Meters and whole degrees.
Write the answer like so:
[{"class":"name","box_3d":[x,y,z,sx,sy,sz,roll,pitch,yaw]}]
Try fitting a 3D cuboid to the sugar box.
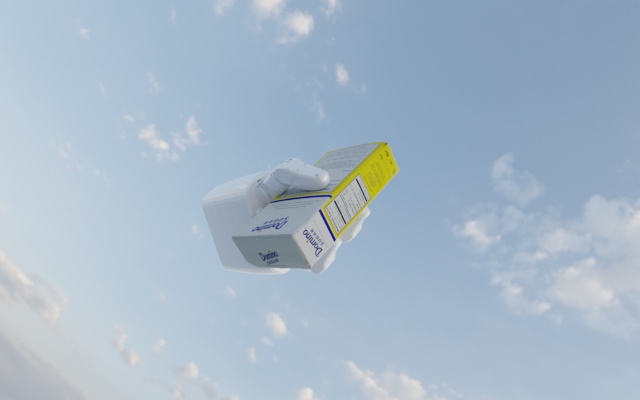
[{"class":"sugar box","box_3d":[0.000,0.002,0.501,0.093,0.048,0.176,-6,32,45]}]
